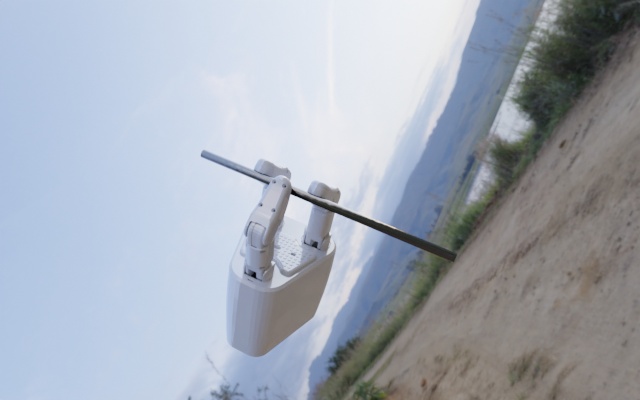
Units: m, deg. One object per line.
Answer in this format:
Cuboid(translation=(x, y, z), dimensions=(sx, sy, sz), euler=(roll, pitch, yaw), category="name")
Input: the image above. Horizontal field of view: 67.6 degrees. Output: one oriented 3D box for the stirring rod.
Cuboid(translation=(0.000, 0.001, 0.410), dimensions=(0.239, 0.011, 0.011), euler=(22, 6, 14), category="stirring rod")
